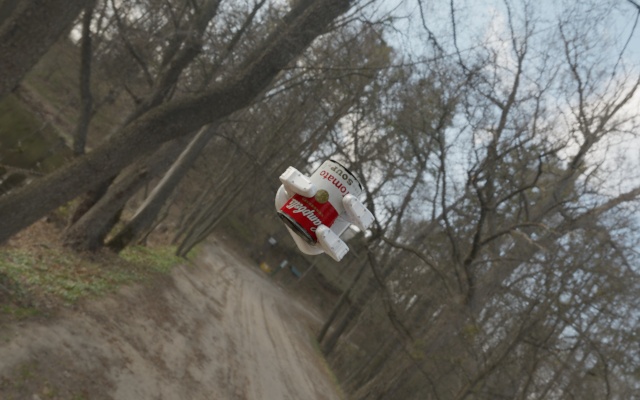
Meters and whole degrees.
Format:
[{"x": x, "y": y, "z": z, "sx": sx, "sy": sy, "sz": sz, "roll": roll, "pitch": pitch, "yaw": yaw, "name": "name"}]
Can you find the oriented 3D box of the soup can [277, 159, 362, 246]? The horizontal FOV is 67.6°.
[{"x": 0.000, "y": 0.002, "z": 0.649, "sx": 0.068, "sy": 0.102, "sz": 0.068, "roll": 41, "pitch": -12, "yaw": 11, "name": "soup can"}]
